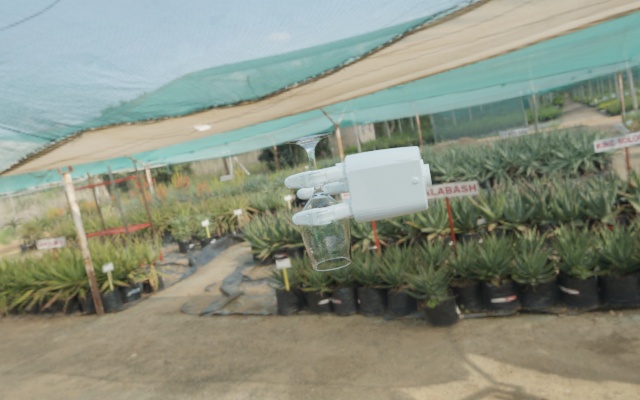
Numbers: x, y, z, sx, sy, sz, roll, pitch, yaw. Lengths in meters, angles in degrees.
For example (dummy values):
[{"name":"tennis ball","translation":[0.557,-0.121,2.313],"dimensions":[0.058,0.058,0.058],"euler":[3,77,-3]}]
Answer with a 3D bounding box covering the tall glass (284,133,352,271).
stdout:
[{"name":"tall glass","translation":[0.000,0.002,0.729],"dimensions":[0.079,0.201,0.079],"euler":[-10,6,1]}]
